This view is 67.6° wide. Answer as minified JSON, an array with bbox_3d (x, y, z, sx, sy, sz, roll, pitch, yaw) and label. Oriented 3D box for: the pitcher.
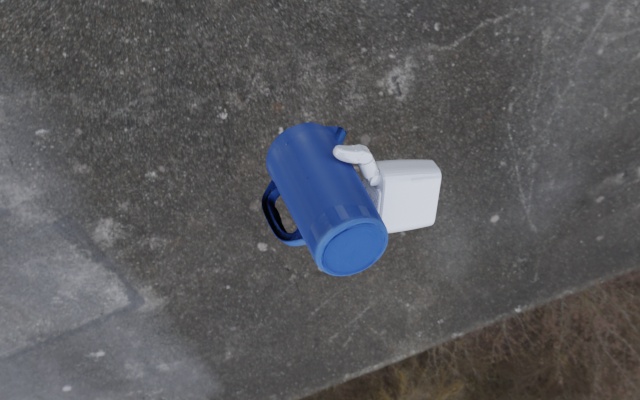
[{"bbox_3d":[0.000,0.002,0.731,0.145,0.149,0.242,-6,39,-18],"label":"pitcher"}]
